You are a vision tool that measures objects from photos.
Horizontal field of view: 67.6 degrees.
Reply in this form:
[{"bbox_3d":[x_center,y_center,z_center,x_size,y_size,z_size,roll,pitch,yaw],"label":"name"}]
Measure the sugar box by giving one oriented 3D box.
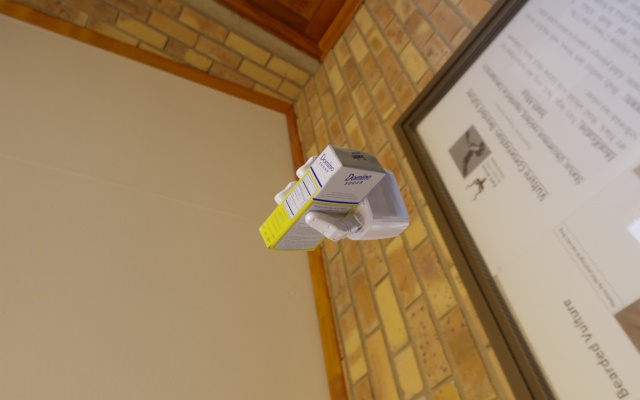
[{"bbox_3d":[0.000,0.002,0.663,0.093,0.048,0.176,6,-47,-45],"label":"sugar box"}]
